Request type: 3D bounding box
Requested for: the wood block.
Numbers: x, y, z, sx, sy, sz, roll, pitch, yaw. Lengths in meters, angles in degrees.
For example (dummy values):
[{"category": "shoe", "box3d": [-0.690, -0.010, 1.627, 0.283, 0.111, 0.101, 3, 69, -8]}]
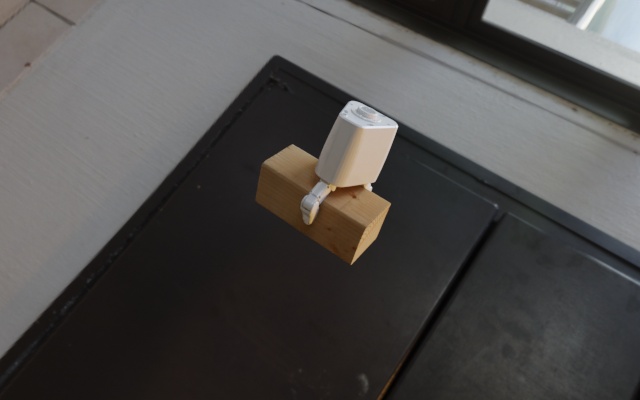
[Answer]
[{"category": "wood block", "box3d": [0.000, 0.003, 0.814, 0.206, 0.090, 0.090, 32, 42, 18]}]
